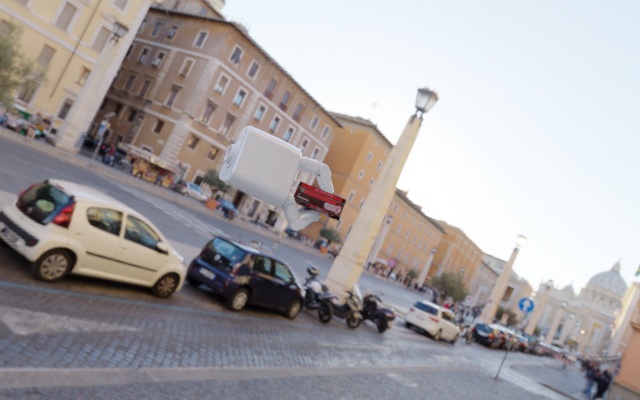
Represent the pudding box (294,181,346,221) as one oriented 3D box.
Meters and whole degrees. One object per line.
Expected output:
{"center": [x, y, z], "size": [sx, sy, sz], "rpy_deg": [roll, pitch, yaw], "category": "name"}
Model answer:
{"center": [0.000, 0.003, 0.881], "size": [0.090, 0.039, 0.113], "rpy_deg": [23, -3, 4], "category": "pudding box"}
